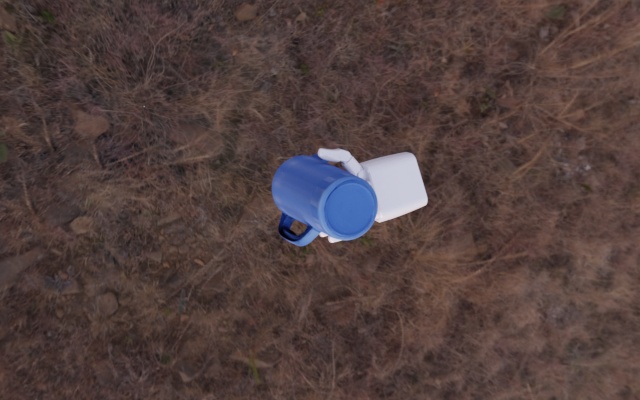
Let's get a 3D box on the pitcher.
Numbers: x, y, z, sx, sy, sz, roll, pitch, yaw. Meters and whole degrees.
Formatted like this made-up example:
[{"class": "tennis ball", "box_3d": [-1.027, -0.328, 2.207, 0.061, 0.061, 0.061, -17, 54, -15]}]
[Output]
[{"class": "pitcher", "box_3d": [0.000, 0.003, 0.877, 0.145, 0.149, 0.242, -16, 16, -17]}]
